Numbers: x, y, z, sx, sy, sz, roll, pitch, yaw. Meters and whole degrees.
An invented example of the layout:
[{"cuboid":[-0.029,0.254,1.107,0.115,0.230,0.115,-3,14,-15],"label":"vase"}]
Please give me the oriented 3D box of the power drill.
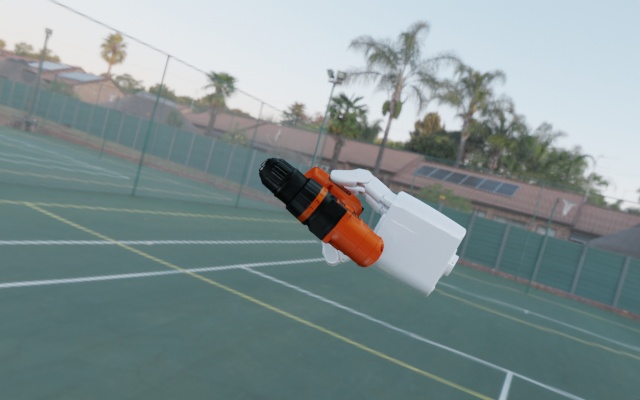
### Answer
[{"cuboid":[0.000,0.002,0.653,0.184,0.057,0.187,41,9,-7],"label":"power drill"}]
